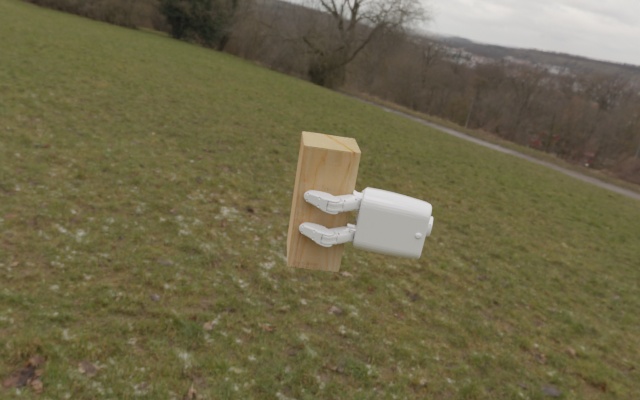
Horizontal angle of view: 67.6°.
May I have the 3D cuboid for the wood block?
[{"bbox_3d":[0.001,0.002,0.784,0.090,0.206,0.090,7,21,-6],"label":"wood block"}]
